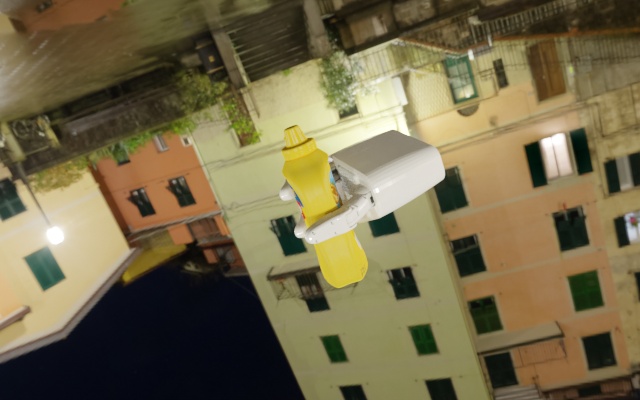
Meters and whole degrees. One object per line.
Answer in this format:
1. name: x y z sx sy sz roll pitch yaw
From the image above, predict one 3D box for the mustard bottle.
1. mustard bottle: 0.000 0.002 0.571 0.058 0.192 0.096 -20 17 4
